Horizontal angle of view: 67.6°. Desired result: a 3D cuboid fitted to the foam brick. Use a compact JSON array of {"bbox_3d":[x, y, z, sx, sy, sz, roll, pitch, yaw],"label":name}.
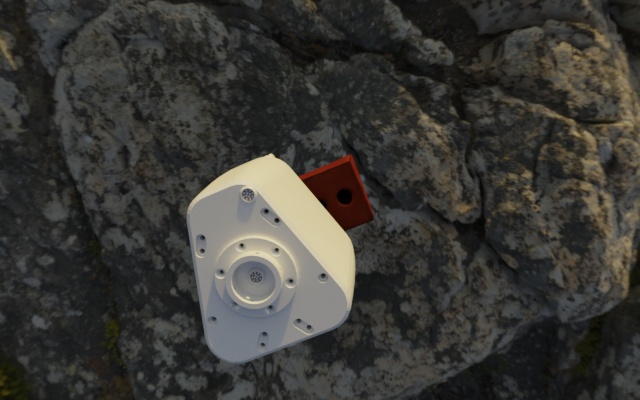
[{"bbox_3d":[0.000,0.001,0.400,0.078,0.053,0.051,-22,8,6],"label":"foam brick"}]
